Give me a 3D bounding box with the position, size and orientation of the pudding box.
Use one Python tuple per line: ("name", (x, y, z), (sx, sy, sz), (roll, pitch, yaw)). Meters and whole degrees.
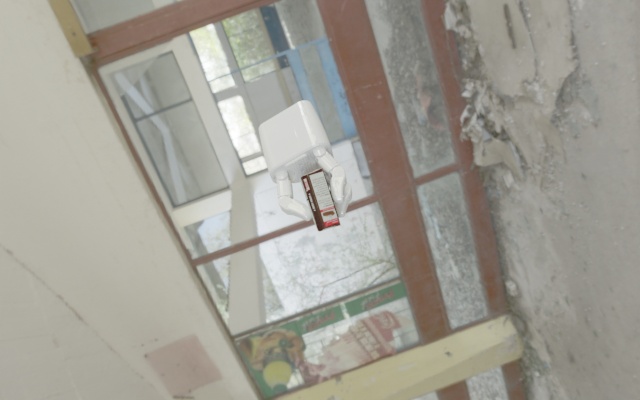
("pudding box", (0.000, 0.002, 0.750), (0.039, 0.090, 0.113), (-19, -3, 0))
